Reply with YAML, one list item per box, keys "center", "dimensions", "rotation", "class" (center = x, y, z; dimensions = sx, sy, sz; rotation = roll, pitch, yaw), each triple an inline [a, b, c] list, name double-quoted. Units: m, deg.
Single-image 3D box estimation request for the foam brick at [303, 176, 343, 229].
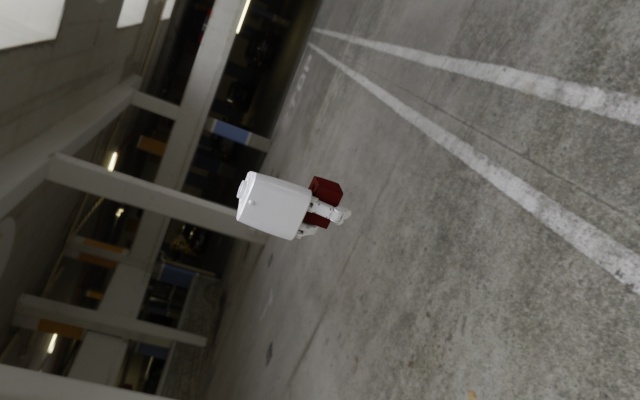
- center: [0.000, 0.003, 0.875]
  dimensions: [0.051, 0.078, 0.053]
  rotation: [20, 17, -16]
  class: "foam brick"
